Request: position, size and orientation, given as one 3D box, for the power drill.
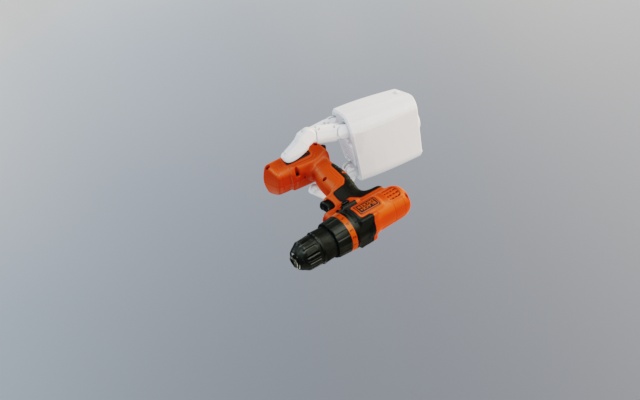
[{"bbox_3d":[0.000,0.002,0.658,0.184,0.057,0.187,-27,47,-25],"label":"power drill"}]
